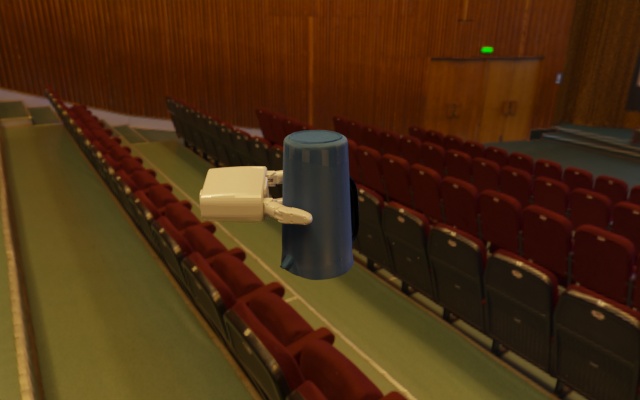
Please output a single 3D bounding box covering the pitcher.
[{"bbox_3d":[0.000,0.003,0.842,0.145,0.243,0.149,0,21,2],"label":"pitcher"}]
